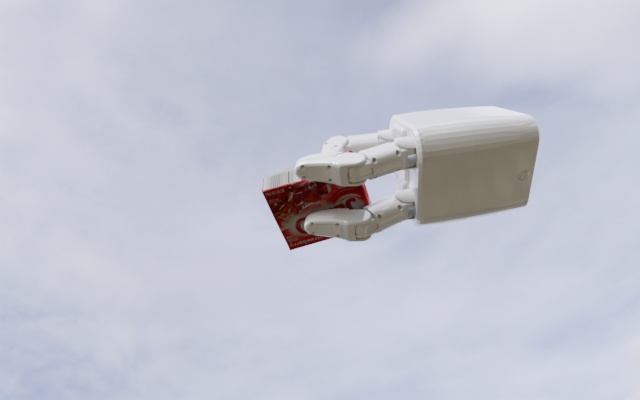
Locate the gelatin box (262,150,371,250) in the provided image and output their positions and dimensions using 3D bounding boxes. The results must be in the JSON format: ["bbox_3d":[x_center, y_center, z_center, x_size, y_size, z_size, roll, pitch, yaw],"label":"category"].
[{"bbox_3d":[0.000,0.001,0.443,0.089,0.073,0.030,-16,34,9],"label":"gelatin box"}]
